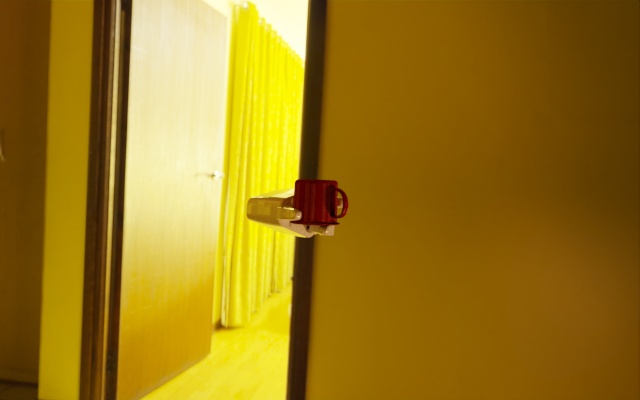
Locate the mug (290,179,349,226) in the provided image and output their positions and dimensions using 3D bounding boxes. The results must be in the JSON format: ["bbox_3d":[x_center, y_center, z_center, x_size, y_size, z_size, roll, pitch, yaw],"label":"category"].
[{"bbox_3d":[0.001,0.003,0.877,0.117,0.081,0.093,3,2,39],"label":"mug"}]
